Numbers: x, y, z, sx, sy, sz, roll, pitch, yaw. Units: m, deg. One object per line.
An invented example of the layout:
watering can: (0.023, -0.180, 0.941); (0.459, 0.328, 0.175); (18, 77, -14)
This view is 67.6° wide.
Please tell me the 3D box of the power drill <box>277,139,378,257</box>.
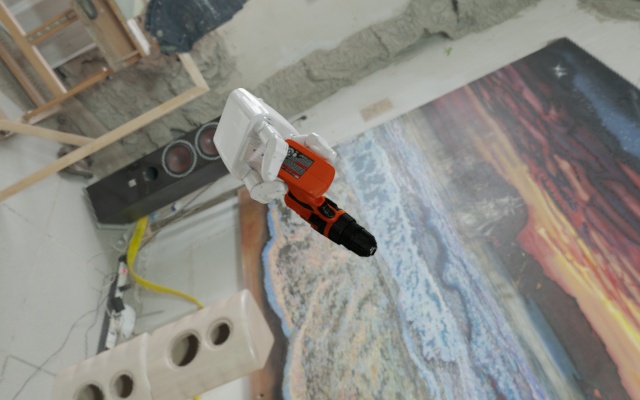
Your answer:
power drill: (0.000, 0.002, 0.714); (0.184, 0.057, 0.188); (33, -17, 26)
